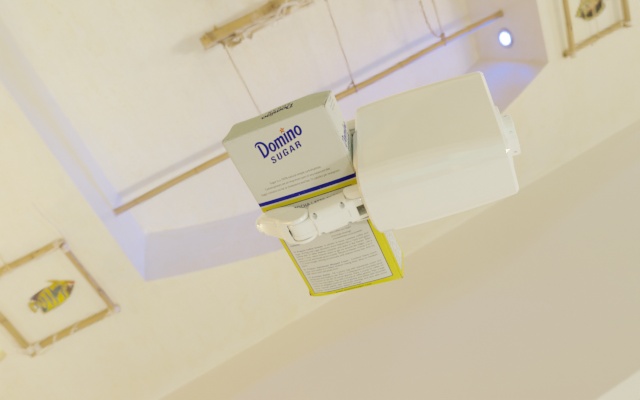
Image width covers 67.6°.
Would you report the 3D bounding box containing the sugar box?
[{"bbox_3d":[0.000,0.001,0.415,0.093,0.176,0.048,-16,26,18],"label":"sugar box"}]
